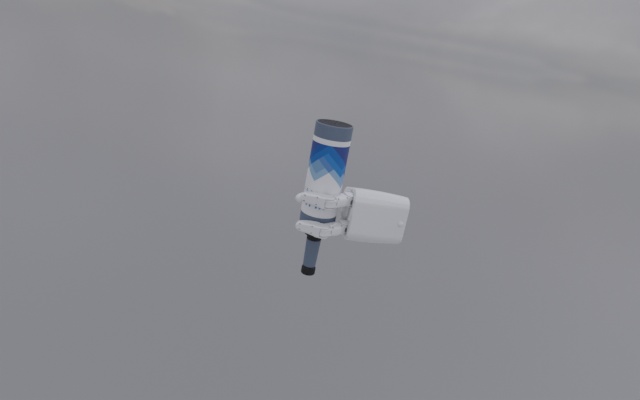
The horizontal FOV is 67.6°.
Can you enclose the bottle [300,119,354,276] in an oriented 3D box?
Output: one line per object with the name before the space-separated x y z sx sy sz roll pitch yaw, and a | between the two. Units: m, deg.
bottle | 0.000 0.003 0.877 0.069 0.296 0.069 9 19 -3
